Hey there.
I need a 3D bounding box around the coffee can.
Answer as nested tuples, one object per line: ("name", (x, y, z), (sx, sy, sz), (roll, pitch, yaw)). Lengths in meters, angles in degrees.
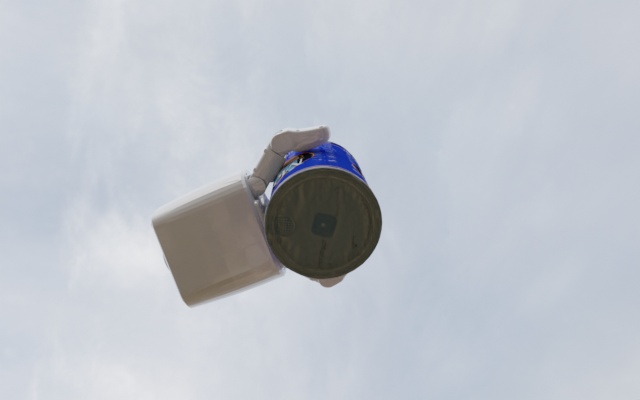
("coffee can", (0.000, 0.001, 0.478), (0.103, 0.103, 0.140), (0, 17, -2))
